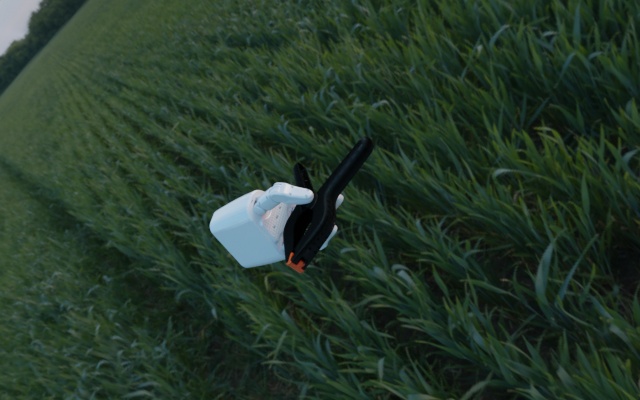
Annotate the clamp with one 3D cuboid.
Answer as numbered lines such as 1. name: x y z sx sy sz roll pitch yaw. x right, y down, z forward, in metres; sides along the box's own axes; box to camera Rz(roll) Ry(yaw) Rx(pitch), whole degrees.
1. clamp: -0.001 0.002 0.689 0.164 0.209 0.036 -23 -48 41
